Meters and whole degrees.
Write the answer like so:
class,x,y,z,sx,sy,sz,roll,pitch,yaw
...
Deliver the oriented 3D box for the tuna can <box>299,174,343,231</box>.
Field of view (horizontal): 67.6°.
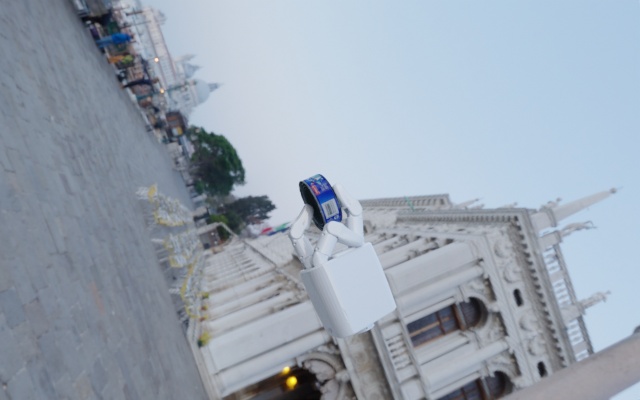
class,x,y,z,sx,sy,sz,roll,pitch,yaw
tuna can,0.001,0.002,0.744,0.034,0.086,0.086,-25,6,-14
